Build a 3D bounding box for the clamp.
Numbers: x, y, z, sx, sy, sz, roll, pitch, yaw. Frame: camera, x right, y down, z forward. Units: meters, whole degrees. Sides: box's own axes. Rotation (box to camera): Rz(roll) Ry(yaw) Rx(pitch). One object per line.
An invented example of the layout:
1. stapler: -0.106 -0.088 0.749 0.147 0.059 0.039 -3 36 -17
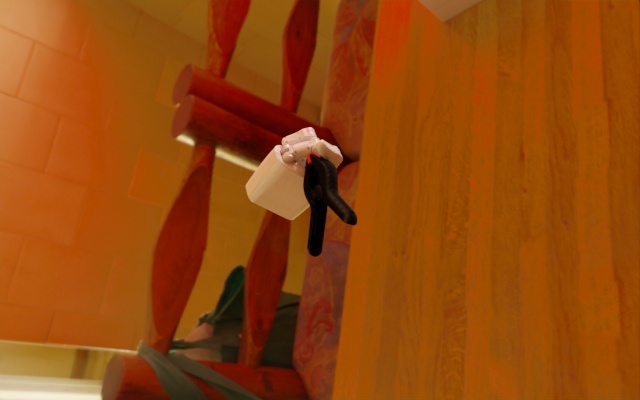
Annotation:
1. clamp: 0.000 0.002 0.775 0.039 0.171 0.120 17 -49 -35
